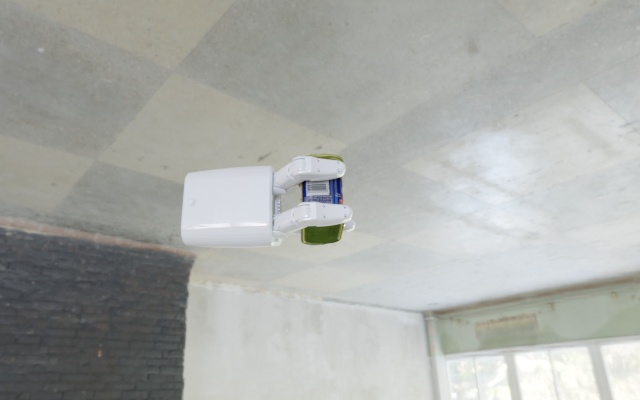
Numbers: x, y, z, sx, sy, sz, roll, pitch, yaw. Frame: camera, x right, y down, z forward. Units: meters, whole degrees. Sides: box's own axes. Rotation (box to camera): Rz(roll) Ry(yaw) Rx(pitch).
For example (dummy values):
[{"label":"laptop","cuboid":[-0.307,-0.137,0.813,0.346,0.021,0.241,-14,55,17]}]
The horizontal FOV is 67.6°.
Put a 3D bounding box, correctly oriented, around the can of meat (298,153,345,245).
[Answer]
[{"label":"can of meat","cuboid":[0.000,0.002,0.594,0.057,0.084,0.102,-1,-22,-2]}]
